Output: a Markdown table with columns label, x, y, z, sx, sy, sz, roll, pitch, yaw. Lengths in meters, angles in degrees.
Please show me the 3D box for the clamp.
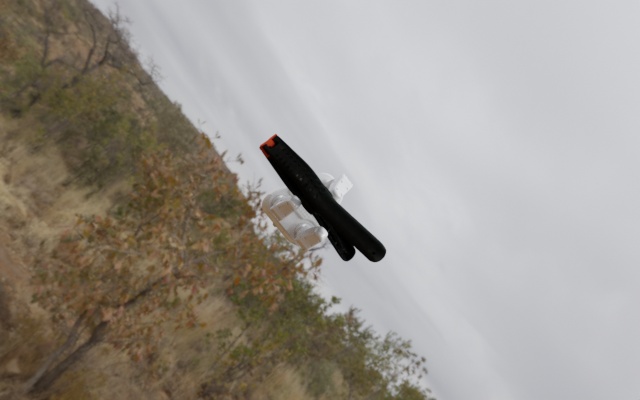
| label | x | y | z | sx | sy | sz | roll | pitch | yaw |
| --- | --- | --- | --- | --- | --- | --- | --- | --- | --- |
| clamp | 0.000 | 0.001 | 0.617 | 0.036 | 0.210 | 0.164 | -40 | 8 | -13 |
